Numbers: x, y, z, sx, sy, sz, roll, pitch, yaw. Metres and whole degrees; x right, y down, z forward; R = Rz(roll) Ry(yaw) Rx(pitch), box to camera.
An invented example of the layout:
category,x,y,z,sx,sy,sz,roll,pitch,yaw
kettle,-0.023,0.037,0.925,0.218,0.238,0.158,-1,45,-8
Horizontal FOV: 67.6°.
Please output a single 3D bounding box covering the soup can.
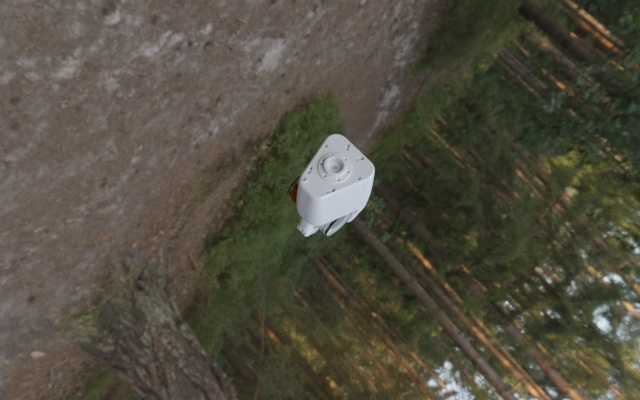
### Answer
category,x,y,z,sx,sy,sz,roll,pitch,yaw
soup can,0.000,0.003,0.830,0.102,0.068,0.068,46,15,15
